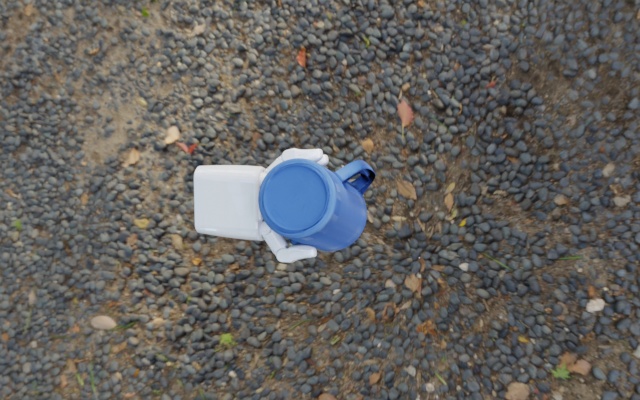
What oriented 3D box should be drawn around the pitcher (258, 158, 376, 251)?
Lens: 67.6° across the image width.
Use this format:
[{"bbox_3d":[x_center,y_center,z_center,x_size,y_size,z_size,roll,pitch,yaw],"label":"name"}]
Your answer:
[{"bbox_3d":[0.000,0.002,0.735,0.145,0.149,0.243,5,-6,12],"label":"pitcher"}]
